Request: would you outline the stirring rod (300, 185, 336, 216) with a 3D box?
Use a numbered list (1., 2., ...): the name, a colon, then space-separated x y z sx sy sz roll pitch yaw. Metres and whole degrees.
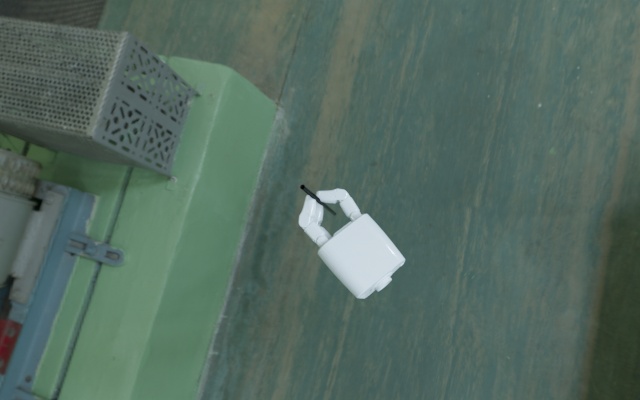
1. stirring rod: 0.000 0.003 0.882 0.011 0.011 0.239 0 -12 14
